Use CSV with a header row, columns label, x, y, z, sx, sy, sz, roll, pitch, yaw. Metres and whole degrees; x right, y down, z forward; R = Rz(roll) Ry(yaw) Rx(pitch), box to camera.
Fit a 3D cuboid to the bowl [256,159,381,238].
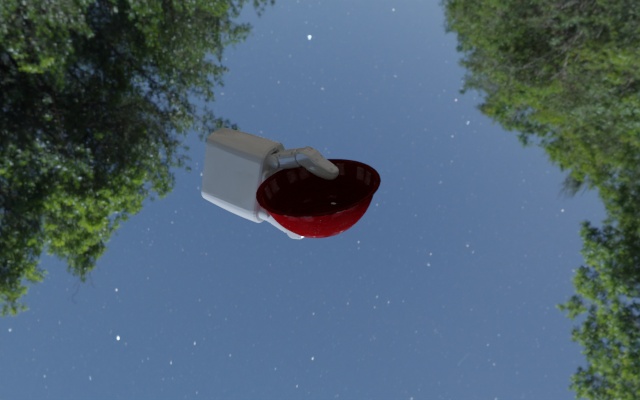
label,x,y,z,sx,sy,sz,roll,pitch,yaw
bowl,0.001,0.003,0.625,0.162,0.055,0.162,-7,27,4
